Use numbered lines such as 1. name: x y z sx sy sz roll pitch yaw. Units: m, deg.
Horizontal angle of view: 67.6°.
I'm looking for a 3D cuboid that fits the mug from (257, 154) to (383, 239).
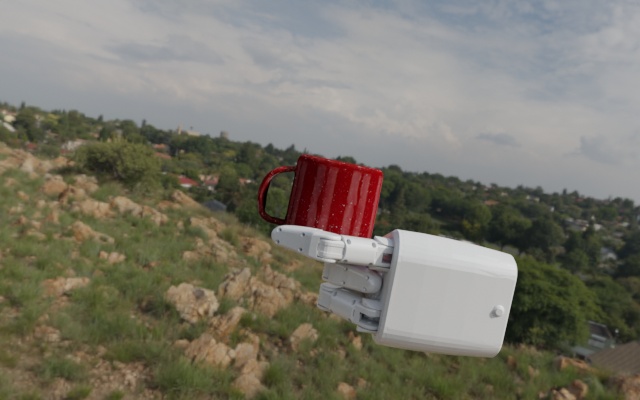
1. mug: -0.001 0.001 0.446 0.117 0.081 0.093 11 5 -6
